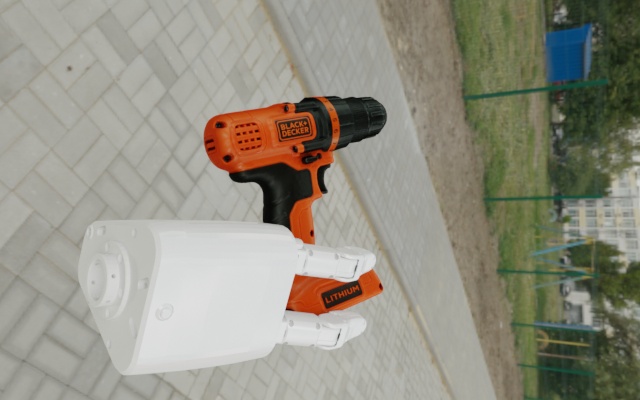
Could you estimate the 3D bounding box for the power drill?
[{"bbox_3d":[0.000,0.002,0.430,0.184,0.187,0.057,-15,5,-32],"label":"power drill"}]
